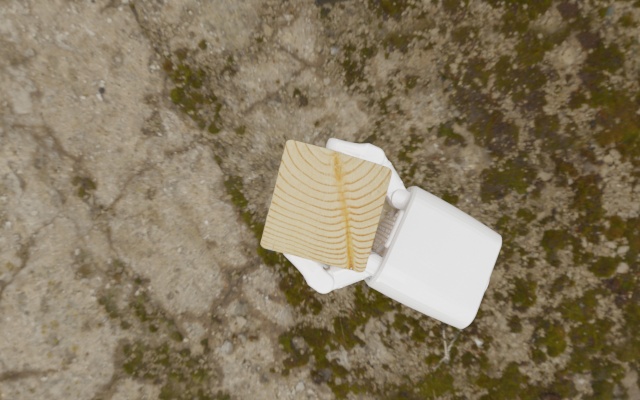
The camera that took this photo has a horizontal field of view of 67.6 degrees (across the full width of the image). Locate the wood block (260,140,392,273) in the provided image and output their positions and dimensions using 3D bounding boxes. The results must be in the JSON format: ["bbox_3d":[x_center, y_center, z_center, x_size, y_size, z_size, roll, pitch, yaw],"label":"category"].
[{"bbox_3d":[0.001,0.001,0.482,0.090,0.091,0.206,15,1,-3],"label":"wood block"}]
